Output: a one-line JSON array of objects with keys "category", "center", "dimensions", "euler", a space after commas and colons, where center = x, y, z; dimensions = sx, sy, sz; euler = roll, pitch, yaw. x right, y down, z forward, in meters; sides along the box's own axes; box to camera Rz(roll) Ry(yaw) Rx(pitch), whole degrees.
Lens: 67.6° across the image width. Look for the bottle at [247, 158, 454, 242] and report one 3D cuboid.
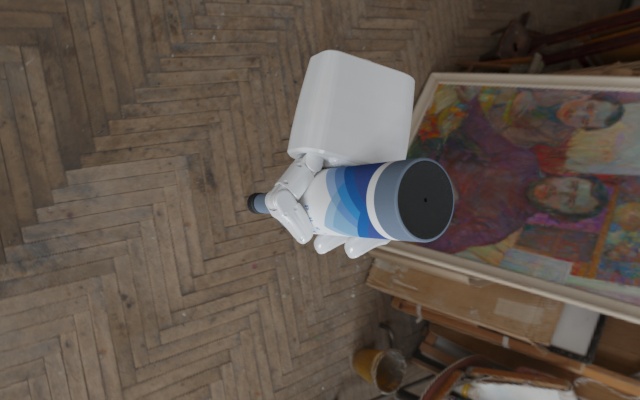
[{"category": "bottle", "center": [0.000, 0.002, 0.494], "dimensions": [0.069, 0.069, 0.295], "euler": [0, -1, -34]}]
